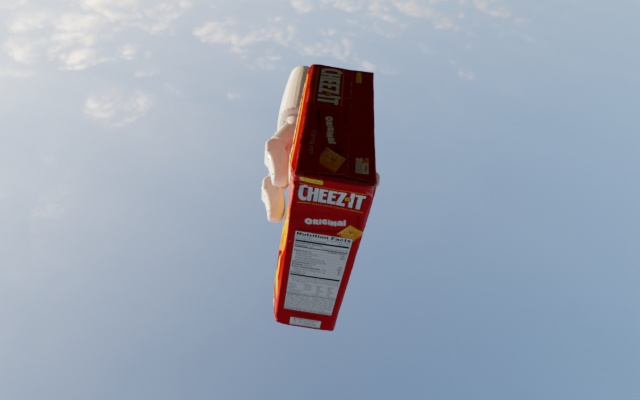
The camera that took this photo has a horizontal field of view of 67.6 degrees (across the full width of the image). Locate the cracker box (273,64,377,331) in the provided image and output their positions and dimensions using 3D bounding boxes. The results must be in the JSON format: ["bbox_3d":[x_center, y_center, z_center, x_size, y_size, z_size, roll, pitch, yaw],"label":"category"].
[{"bbox_3d":[0.000,0.002,0.476,0.072,0.164,0.214,8,-45,-3],"label":"cracker box"}]
